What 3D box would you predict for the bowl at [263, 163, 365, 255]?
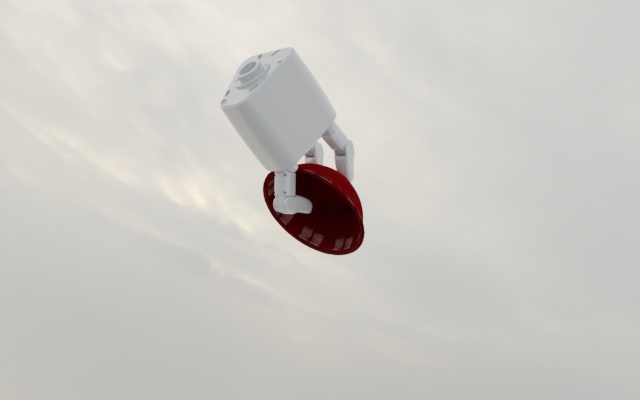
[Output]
[{"bbox_3d":[0.001,0.003,0.673,0.162,0.162,0.055,0,40,40],"label":"bowl"}]
